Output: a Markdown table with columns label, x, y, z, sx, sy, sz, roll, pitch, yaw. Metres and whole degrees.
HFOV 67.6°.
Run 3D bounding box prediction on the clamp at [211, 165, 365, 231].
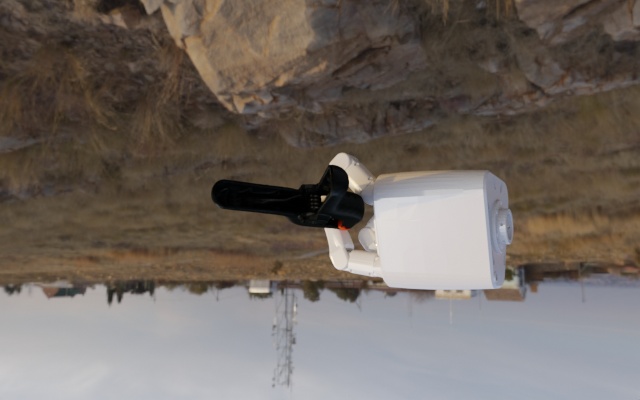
| label | x | y | z | sx | sy | sz | roll | pitch | yaw |
| --- | --- | --- | --- | --- | --- | --- | --- | --- | --- |
| clamp | 0.000 | 0.002 | 0.437 | 0.120 | 0.039 | 0.171 | -2 | -9 | 33 |
